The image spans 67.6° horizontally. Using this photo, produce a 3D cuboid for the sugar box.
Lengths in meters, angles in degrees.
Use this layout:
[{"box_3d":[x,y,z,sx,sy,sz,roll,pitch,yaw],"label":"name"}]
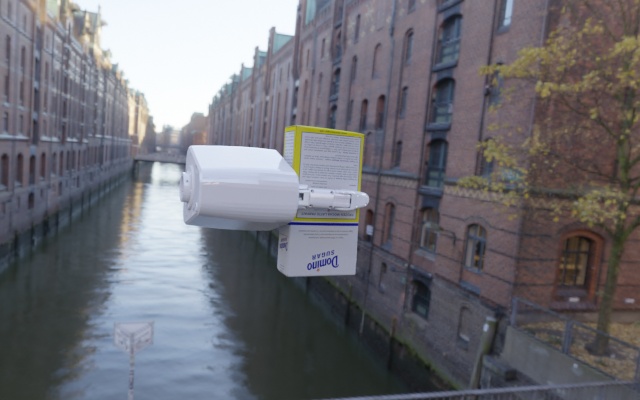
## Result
[{"box_3d":[0.000,0.002,0.582,0.093,0.176,0.048,3,6,-24],"label":"sugar box"}]
